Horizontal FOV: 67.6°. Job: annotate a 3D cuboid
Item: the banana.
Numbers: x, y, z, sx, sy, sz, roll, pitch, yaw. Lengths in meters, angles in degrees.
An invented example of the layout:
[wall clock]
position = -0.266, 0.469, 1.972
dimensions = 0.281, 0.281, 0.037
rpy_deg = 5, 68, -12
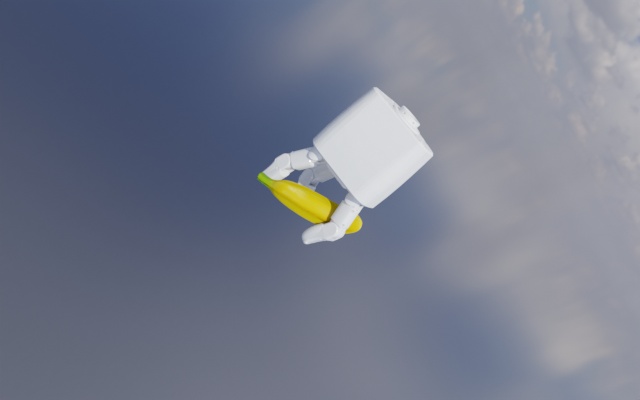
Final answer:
[banana]
position = 0.005, 0.011, 0.664
dimensions = 0.198, 0.037, 0.069
rpy_deg = 29, 18, -38
